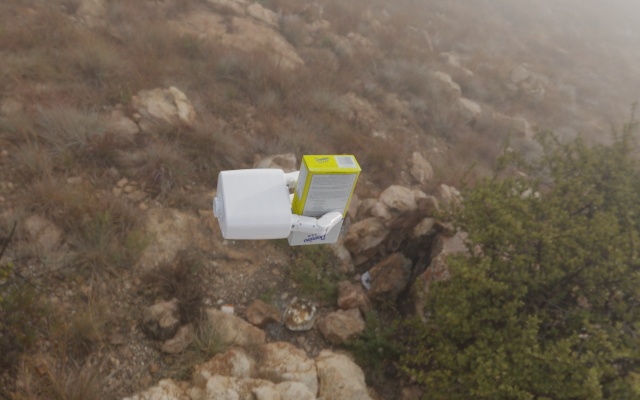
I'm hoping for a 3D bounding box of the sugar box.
[{"bbox_3d":[0.000,0.002,0.825,0.093,0.048,0.176,-1,-44,-21],"label":"sugar box"}]
